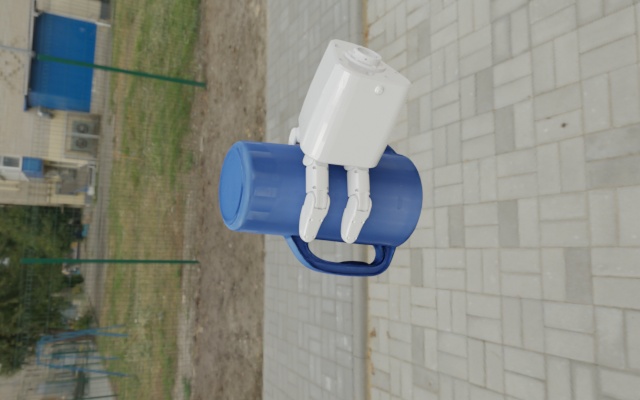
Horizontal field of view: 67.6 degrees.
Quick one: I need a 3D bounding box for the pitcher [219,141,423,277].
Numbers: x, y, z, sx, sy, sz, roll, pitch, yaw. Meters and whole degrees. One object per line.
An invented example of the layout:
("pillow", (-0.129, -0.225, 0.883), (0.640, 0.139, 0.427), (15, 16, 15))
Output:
("pitcher", (0.000, 0.002, 0.615), (0.243, 0.145, 0.149), (5, 37, -28))
